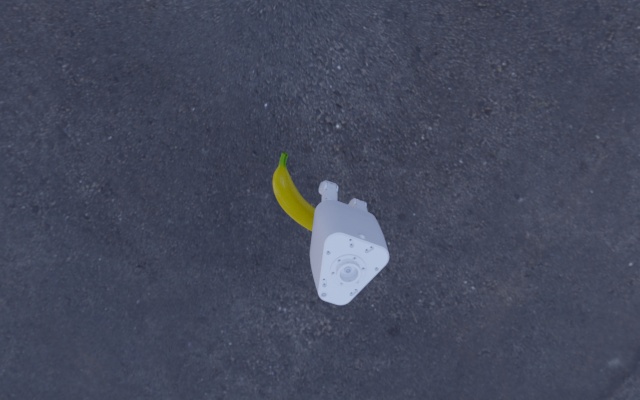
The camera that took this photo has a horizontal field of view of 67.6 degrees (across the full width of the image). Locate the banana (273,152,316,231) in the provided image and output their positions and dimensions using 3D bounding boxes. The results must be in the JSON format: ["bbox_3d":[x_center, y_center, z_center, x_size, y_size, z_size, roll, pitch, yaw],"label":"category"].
[{"bbox_3d":[-0.016,0.013,0.799,0.069,0.198,0.037,-42,19,9],"label":"banana"}]
